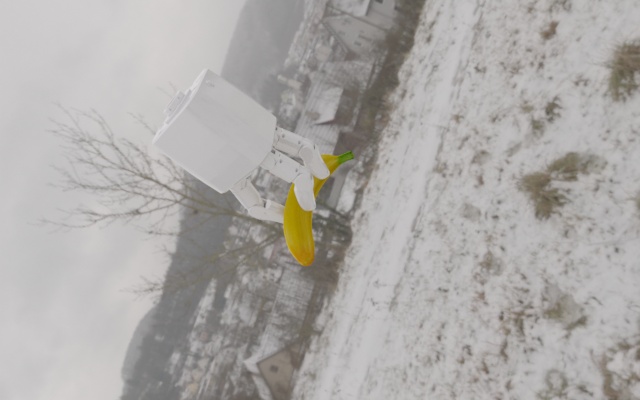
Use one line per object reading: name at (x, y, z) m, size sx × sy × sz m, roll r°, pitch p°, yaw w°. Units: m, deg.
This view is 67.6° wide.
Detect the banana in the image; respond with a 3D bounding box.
banana at (-0.015, 0.001, 0.638) m, size 0.069 × 0.197 × 0.037 m, roll -5°, pitch -43°, yaw 32°
